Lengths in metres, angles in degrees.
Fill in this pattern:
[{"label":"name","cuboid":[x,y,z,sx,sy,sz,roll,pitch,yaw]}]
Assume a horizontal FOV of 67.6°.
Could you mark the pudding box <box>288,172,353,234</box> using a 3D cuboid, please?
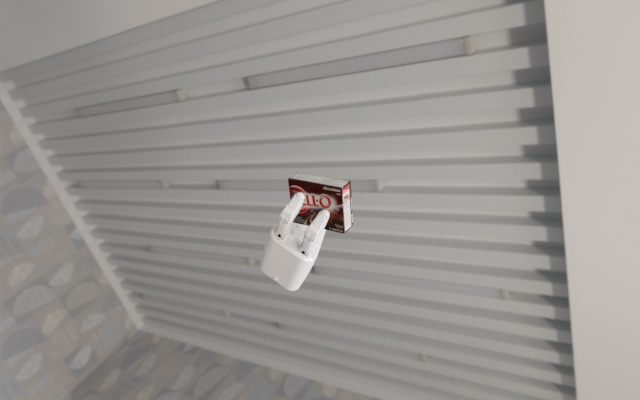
[{"label":"pudding box","cuboid":[0.000,0.003,0.845,0.113,0.090,0.039,9,31,27]}]
